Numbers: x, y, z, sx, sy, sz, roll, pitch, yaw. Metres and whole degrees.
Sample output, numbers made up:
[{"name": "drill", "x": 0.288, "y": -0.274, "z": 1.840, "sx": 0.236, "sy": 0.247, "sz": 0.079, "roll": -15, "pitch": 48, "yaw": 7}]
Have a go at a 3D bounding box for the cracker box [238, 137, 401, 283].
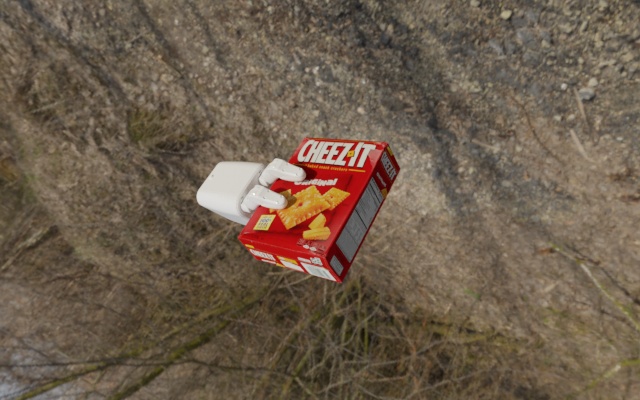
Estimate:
[{"name": "cracker box", "x": 0.000, "y": 0.003, "z": 0.722, "sx": 0.164, "sy": 0.213, "sz": 0.072, "roll": 9, "pitch": -33, "yaw": 36}]
